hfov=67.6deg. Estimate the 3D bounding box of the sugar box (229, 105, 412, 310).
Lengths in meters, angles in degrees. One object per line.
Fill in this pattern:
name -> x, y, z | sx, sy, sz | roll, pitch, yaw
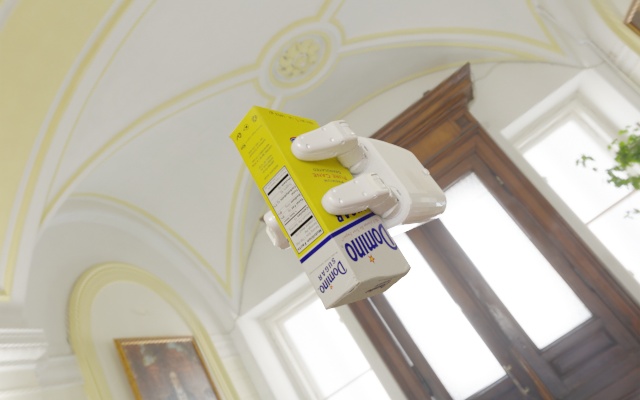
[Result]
sugar box -> 0.000, 0.001, 0.411 | 0.048, 0.176, 0.093 | -46, -24, 27
